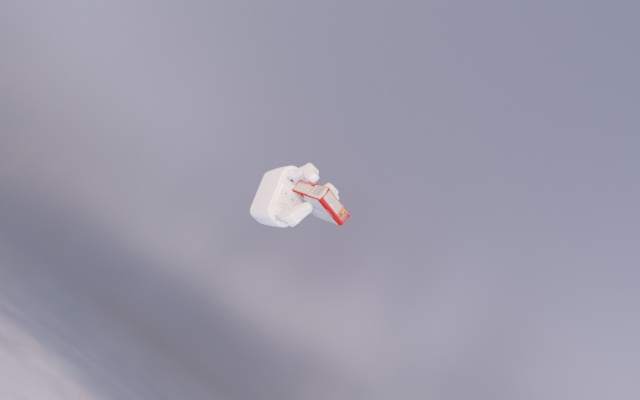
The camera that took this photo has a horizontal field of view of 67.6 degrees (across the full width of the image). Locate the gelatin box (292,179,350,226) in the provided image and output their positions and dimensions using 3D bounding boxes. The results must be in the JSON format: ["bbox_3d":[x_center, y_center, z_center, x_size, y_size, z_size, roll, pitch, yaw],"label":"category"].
[{"bbox_3d":[0.000,0.003,0.833,0.089,0.030,0.073,18,-26,52],"label":"gelatin box"}]
